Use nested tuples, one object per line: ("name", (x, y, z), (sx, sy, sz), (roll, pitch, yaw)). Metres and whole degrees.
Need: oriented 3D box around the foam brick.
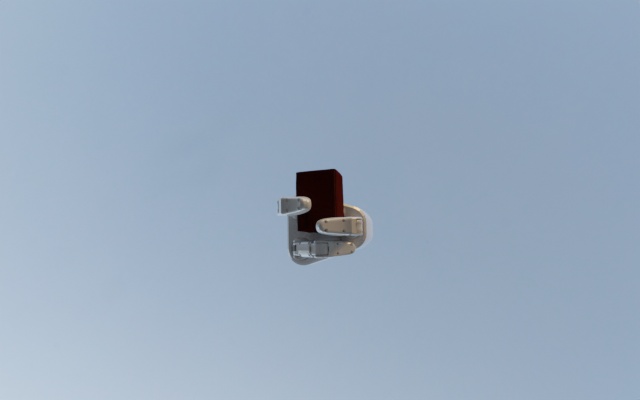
("foam brick", (0.000, 0.002, 0.618), (0.053, 0.078, 0.051), (-2, -5, 13))
